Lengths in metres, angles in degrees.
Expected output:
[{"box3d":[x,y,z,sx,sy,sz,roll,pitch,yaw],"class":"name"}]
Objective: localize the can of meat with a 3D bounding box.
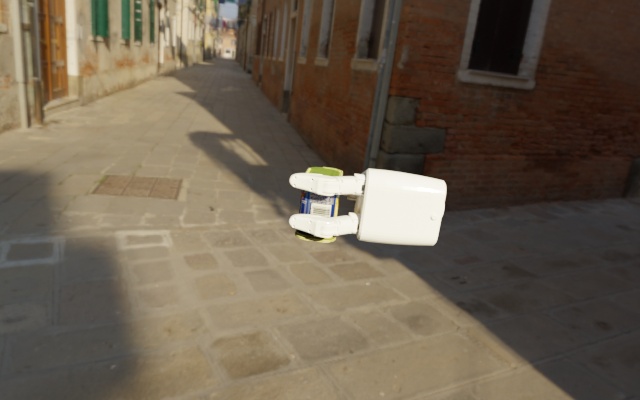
[{"box3d":[0.000,0.002,0.678,0.057,0.084,0.102,8,16,3],"class":"can of meat"}]
